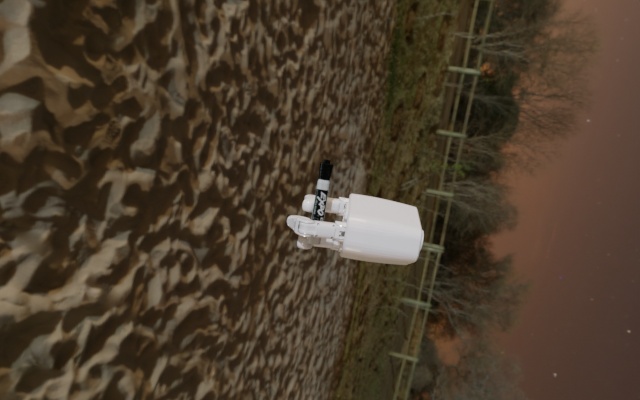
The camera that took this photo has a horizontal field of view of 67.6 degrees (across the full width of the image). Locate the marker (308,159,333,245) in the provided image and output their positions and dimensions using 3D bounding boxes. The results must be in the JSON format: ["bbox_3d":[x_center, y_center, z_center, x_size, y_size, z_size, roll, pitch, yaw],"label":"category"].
[{"bbox_3d":[0.000,0.002,0.672,0.020,0.121,0.020,9,8,-1],"label":"marker"}]
